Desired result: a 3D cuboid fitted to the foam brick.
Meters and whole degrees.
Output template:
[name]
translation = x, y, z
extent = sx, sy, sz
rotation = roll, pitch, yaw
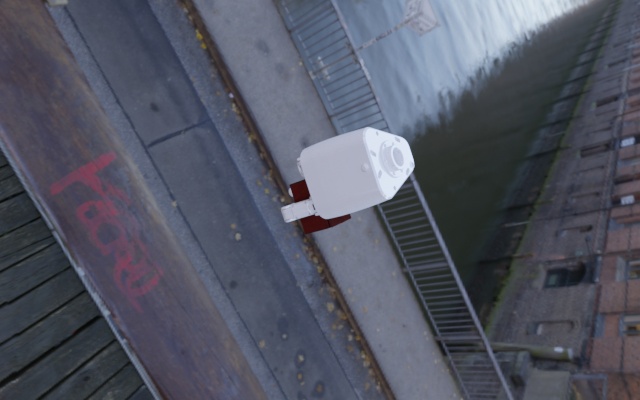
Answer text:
[foam brick]
translation = 0.000, 0.003, 0.685
extent = 0.051, 0.078, 0.053
rotation = -17, 3, 39
